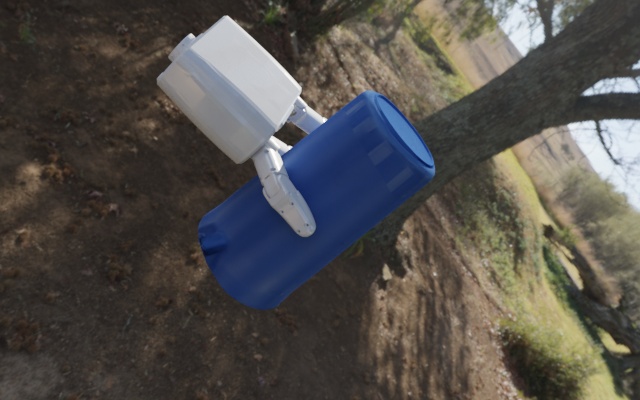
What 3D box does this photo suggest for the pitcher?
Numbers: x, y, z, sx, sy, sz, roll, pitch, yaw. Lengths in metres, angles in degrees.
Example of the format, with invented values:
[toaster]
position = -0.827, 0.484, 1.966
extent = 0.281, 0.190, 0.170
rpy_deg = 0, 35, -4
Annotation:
[pitcher]
position = 0.000, 0.002, 0.514
extent = 0.243, 0.145, 0.149
rpy_deg = -38, 18, 23
